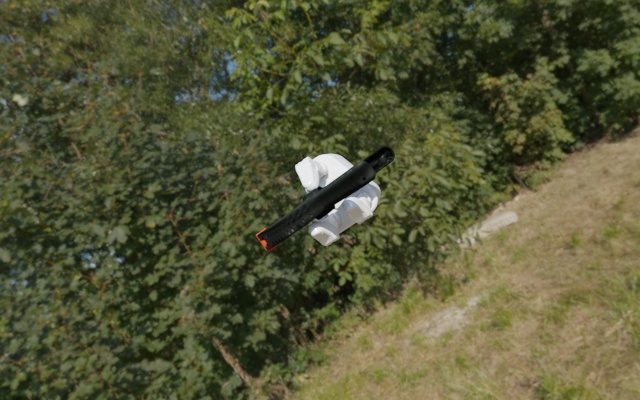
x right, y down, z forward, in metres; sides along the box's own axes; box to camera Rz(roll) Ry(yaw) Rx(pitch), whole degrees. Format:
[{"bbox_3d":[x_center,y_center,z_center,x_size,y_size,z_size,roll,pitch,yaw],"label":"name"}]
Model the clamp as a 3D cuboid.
[{"bbox_3d":[-0.001,0.002,0.597,0.210,0.036,0.164,-35,0,14],"label":"clamp"}]
